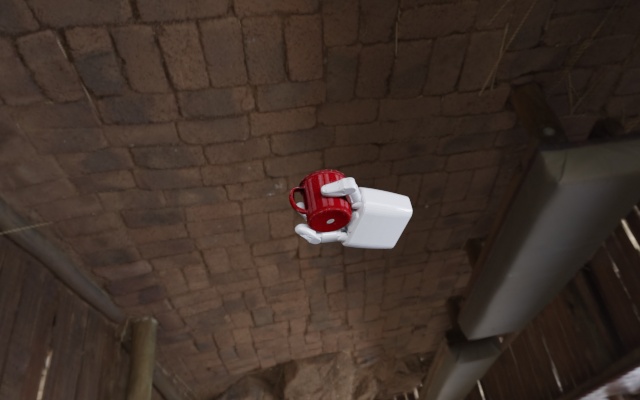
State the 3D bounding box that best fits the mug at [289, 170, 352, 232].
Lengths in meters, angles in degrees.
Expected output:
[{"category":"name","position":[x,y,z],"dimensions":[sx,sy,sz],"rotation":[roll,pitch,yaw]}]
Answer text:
[{"category":"mug","position":[-0.001,0.003,0.864],"dimensions":[0.117,0.081,0.093],"rotation":[7,-38,-23]}]
